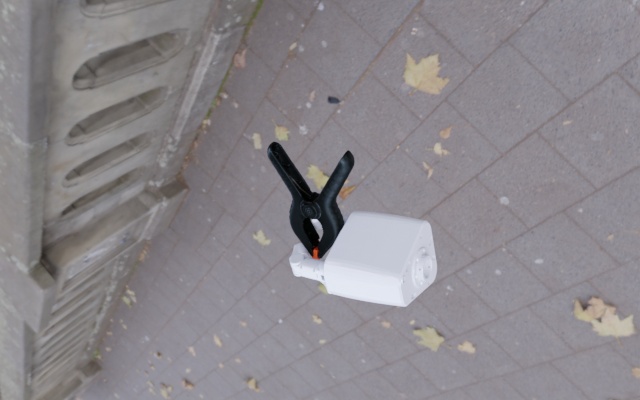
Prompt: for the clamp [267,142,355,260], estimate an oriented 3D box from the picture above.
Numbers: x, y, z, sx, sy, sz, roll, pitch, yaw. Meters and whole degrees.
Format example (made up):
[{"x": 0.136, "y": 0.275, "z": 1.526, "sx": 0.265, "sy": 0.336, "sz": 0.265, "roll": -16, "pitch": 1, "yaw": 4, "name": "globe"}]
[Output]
[{"x": 0.000, "y": 0.002, "z": 0.625, "sx": 0.120, "sy": 0.171, "sz": 0.039, "roll": 5, "pitch": 33, "yaw": 36, "name": "clamp"}]
